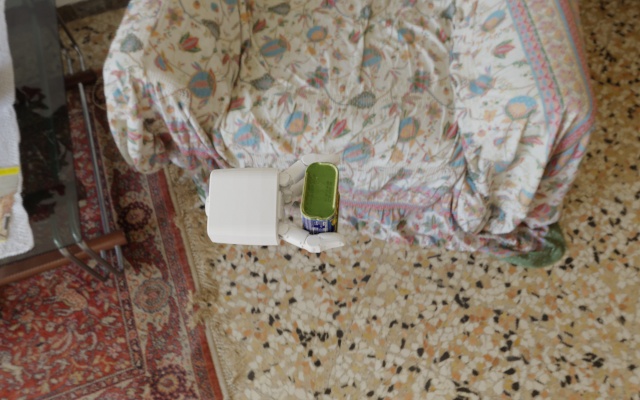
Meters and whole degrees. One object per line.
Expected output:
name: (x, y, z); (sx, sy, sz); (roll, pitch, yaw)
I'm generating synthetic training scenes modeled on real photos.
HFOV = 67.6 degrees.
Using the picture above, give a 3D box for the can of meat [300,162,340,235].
can of meat: (0.000, 0.002, 0.734); (0.057, 0.102, 0.084); (4, -27, 4)
